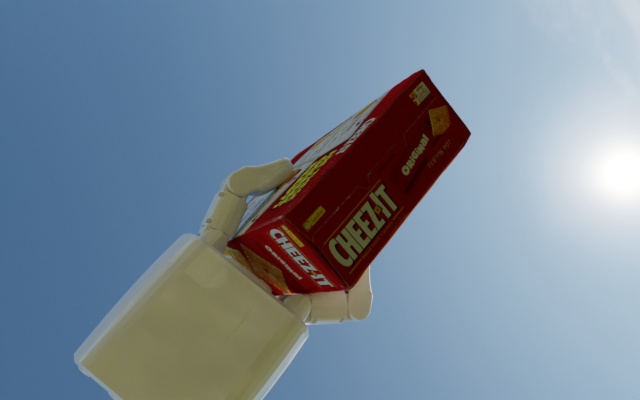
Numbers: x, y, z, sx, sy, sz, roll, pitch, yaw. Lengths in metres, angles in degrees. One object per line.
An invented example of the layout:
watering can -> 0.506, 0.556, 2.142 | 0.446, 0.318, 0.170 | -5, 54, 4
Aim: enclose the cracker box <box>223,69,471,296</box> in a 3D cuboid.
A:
cracker box -> 0.000, 0.001, 0.406 | 0.164, 0.072, 0.214 | -48, 12, -27
